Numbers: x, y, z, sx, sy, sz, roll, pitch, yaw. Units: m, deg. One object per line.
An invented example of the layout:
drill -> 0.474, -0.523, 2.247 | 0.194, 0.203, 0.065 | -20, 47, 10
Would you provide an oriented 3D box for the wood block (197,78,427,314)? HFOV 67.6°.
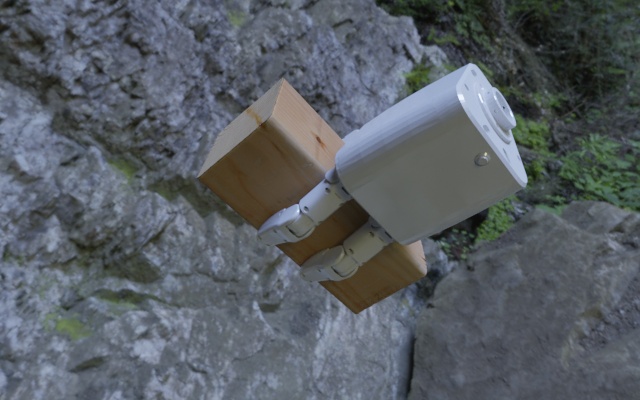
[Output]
wood block -> 0.000, 0.001, 0.451 | 0.090, 0.206, 0.090 | -35, 25, 23
